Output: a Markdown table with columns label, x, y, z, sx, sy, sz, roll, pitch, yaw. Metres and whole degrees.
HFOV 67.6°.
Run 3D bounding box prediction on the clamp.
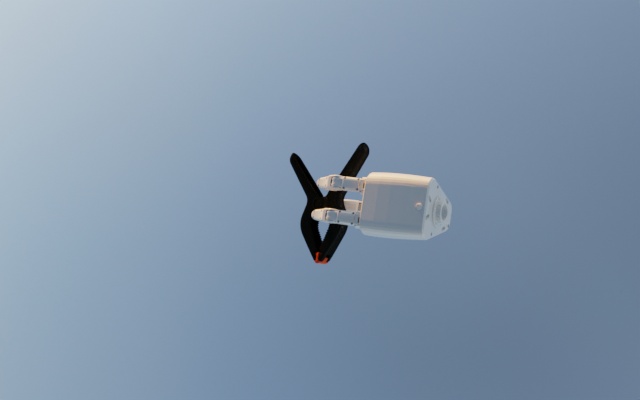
| label | x | y | z | sx | sy | sz | roll | pitch | yaw |
| --- | --- | --- | --- | --- | --- | --- | --- | --- | --- |
| clamp | 0.001 | 0.003 | 0.832 | 0.164 | 0.210 | 0.036 | 5 | -7 | 39 |
